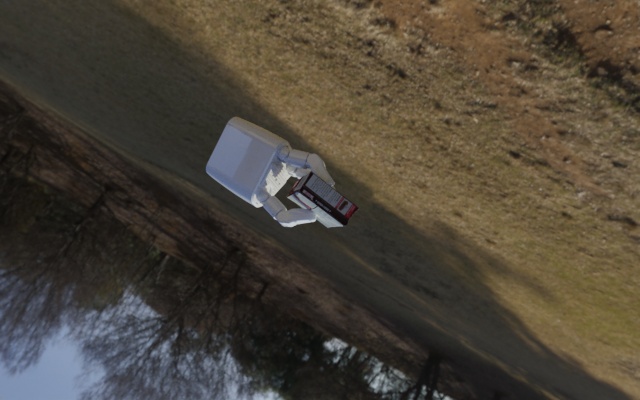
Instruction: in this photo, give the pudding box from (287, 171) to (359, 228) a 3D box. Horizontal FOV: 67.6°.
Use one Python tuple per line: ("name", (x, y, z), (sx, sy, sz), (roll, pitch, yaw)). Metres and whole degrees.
("pudding box", (0.000, 0.003, 0.733), (0.090, 0.039, 0.113), (36, -9, -8))
